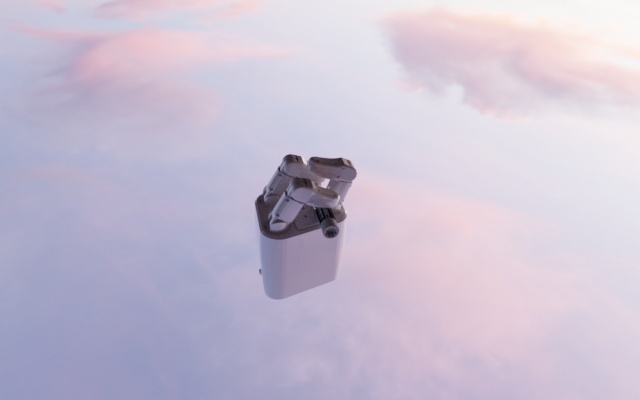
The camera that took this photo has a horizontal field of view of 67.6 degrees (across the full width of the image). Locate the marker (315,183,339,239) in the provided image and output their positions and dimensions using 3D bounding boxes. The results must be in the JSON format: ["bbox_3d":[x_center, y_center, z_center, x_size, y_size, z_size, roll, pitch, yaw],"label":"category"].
[{"bbox_3d":[0.000,0.002,0.575,0.020,0.020,0.121,0,34,-14],"label":"marker"}]
